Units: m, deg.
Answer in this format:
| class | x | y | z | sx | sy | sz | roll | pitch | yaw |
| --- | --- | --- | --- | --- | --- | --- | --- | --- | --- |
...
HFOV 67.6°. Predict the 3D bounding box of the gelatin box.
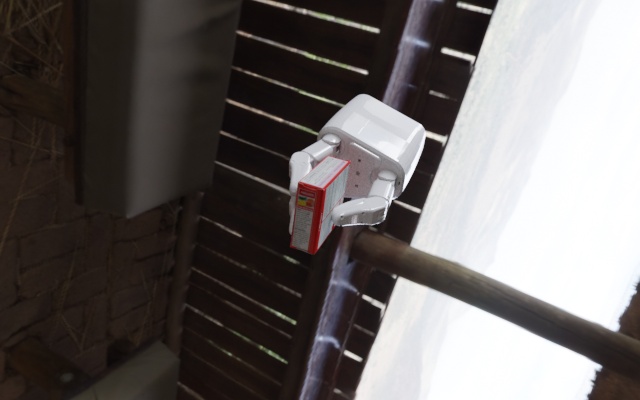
| class | x | y | z | sx | sy | sz | roll | pitch | yaw |
| --- | --- | --- | --- | --- | --- | --- | --- | --- | --- |
| gelatin box | 0.000 | 0.002 | 0.492 | 0.030 | 0.073 | 0.089 | 16 | 28 | 14 |
